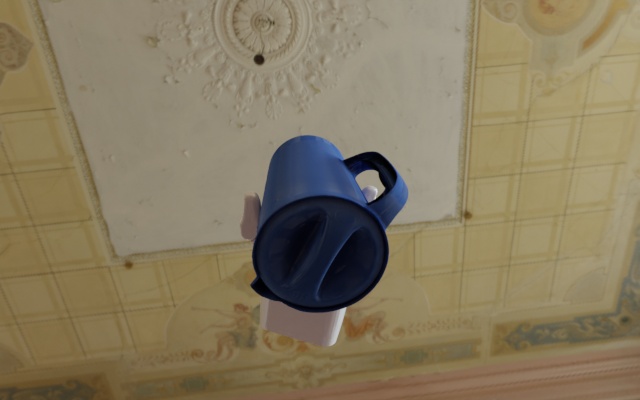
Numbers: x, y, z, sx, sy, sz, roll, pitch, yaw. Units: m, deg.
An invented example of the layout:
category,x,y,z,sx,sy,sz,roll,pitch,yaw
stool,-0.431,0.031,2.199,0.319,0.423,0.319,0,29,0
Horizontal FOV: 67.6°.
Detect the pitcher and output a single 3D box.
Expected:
category,x,y,z,sx,sy,sz,roll,pitch,yaw
pitcher,0.000,0.002,0.562,0.149,0.145,0.242,5,25,-8
